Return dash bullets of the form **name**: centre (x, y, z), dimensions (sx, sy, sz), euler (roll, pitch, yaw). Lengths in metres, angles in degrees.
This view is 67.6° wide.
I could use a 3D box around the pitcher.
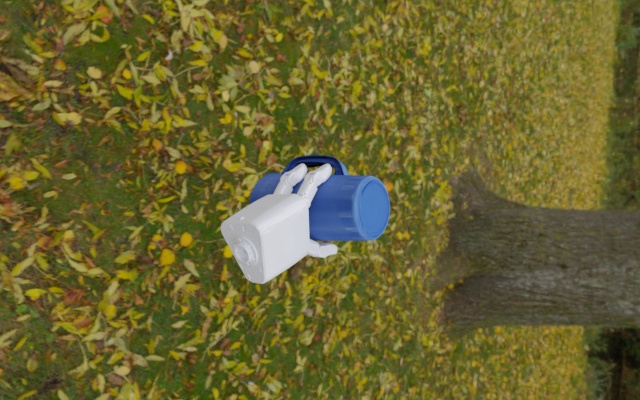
- **pitcher**: centre (0.000, 0.003, 0.862), dimensions (0.243, 0.149, 0.145), euler (0, 20, 40)
